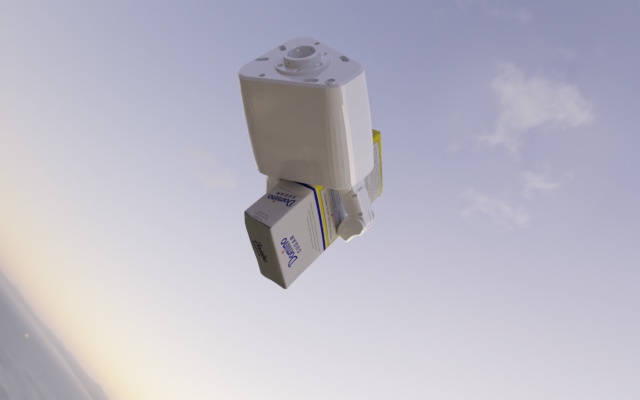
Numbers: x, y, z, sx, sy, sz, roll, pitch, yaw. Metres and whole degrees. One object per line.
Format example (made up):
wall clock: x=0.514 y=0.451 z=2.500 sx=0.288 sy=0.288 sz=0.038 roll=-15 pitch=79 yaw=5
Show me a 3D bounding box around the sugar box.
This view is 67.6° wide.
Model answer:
sugar box: x=0.000 y=0.001 z=0.510 sx=0.048 sy=0.093 sz=0.176 roll=27 pitch=52 yaw=34
